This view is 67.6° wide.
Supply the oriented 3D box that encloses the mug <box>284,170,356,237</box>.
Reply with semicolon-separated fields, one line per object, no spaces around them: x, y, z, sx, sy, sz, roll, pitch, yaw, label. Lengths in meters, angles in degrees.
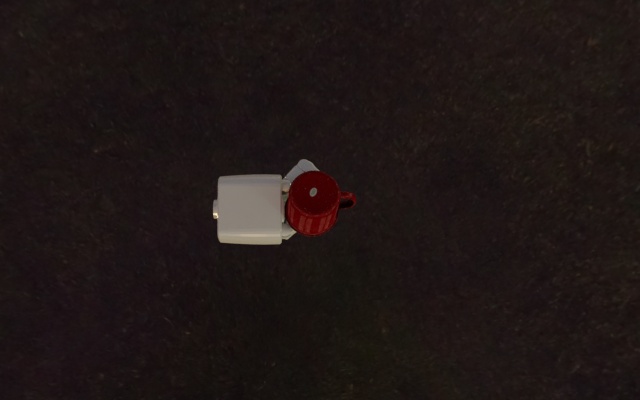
0.002;0.003;0.775;0.117;0.093;0.081;-1;-21;-5;mug
